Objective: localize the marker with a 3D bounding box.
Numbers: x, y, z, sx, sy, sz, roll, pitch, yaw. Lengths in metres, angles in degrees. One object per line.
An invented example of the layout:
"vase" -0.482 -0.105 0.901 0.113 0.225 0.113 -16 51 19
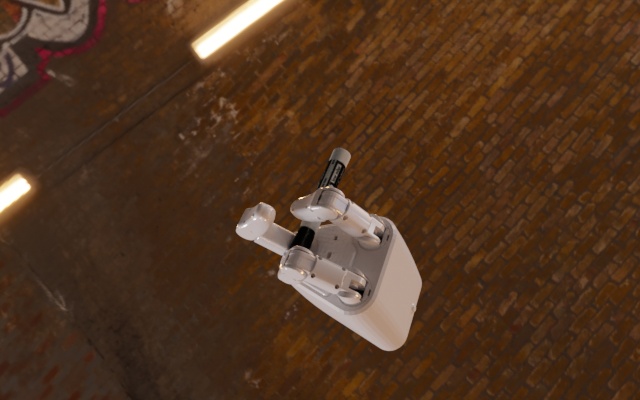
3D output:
"marker" 0.000 0.001 0.460 0.020 0.121 0.020 19 -26 10
